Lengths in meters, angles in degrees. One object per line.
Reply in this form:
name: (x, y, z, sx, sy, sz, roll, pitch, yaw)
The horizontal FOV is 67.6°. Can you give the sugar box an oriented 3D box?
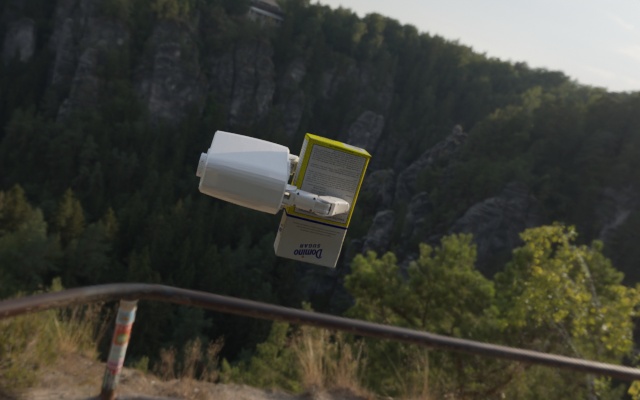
sugar box: (0.000, 0.002, 0.686, 0.093, 0.176, 0.048, 15, 15, -13)
